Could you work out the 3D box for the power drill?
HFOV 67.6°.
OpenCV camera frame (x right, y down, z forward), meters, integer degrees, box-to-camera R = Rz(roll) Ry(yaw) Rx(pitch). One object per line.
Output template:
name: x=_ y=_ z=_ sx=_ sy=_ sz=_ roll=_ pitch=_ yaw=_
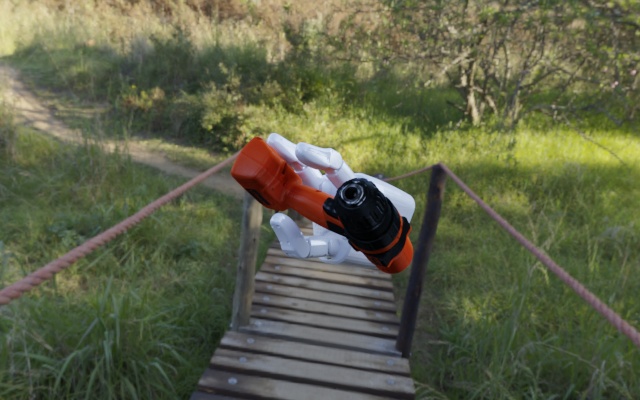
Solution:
power drill: x=0.000 y=0.001 z=0.483 sx=0.187 sy=0.057 sz=0.184 roll=29 pitch=-12 yaw=28
